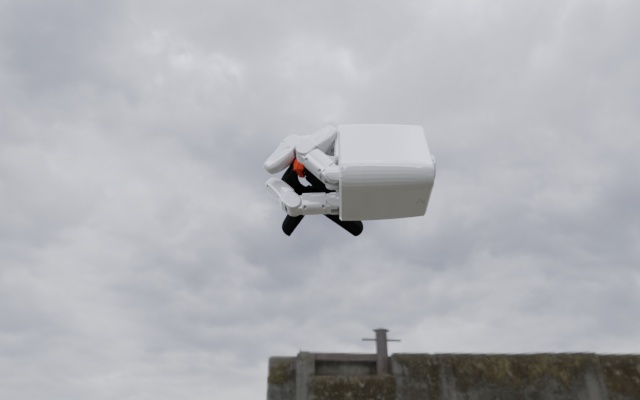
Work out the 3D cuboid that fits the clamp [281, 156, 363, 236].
[{"bbox_3d":[0.000,0.002,0.648,0.120,0.039,0.172,-1,-33,2],"label":"clamp"}]
